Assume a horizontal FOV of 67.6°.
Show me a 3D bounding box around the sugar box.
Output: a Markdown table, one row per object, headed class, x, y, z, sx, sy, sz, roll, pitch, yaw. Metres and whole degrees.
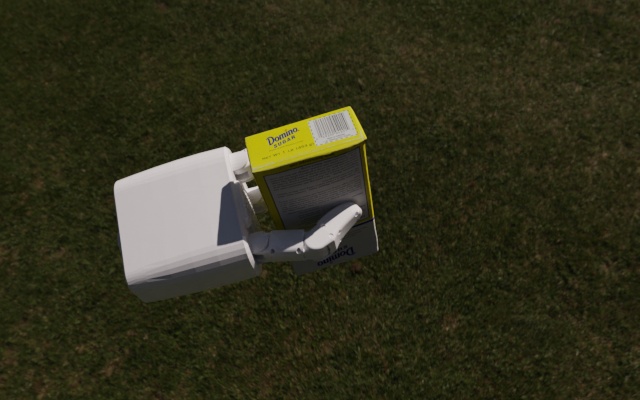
| class | x | y | z | sx | sy | sz | roll | pitch | yaw |
| --- | --- | --- | --- | --- | --- | --- | --- | --- | --- |
| sugar box | 0.000 | 0.001 | 0.442 | 0.093 | 0.048 | 0.176 | -16 | -34 | -2 |
